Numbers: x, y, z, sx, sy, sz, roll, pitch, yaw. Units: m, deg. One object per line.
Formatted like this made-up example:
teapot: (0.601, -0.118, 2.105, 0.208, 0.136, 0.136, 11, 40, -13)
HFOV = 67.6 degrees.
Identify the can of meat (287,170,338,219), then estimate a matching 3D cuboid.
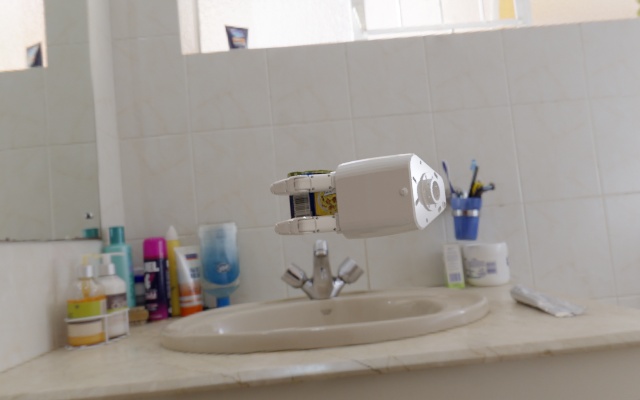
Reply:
can of meat: (0.000, 0.002, 0.680, 0.057, 0.084, 0.102, -8, -6, 38)
